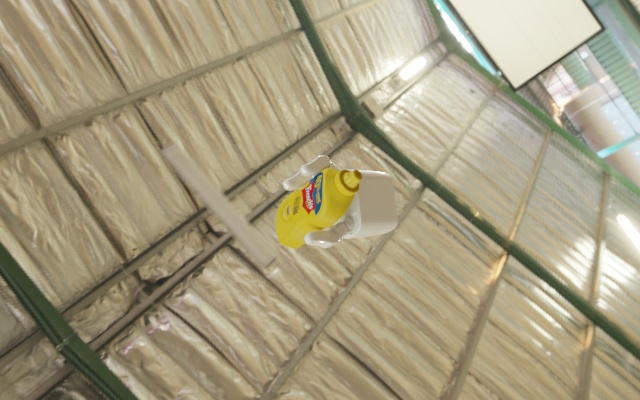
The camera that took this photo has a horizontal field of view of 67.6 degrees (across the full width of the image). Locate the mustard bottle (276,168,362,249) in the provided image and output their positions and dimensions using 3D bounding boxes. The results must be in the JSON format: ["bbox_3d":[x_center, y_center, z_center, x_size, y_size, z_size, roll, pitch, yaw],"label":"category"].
[{"bbox_3d":[0.000,0.003,0.776,0.058,0.096,0.192,25,-40,-28],"label":"mustard bottle"}]
